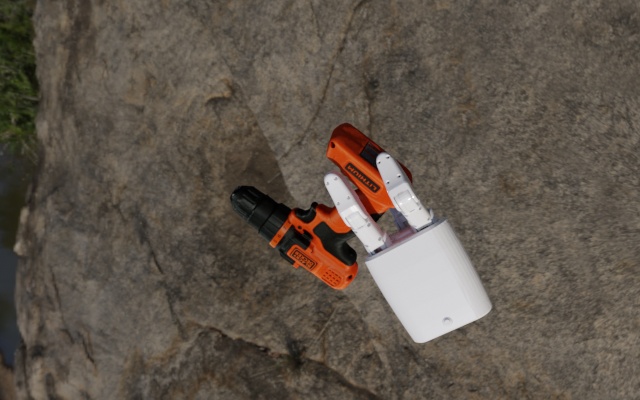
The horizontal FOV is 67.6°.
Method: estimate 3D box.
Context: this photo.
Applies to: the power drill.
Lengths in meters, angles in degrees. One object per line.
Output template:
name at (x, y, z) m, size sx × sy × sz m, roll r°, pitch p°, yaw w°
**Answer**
power drill at (0.001, 0.002, 0.555) m, size 0.184 × 0.188 × 0.057 m, roll 36°, pitch 39°, yaw -4°
